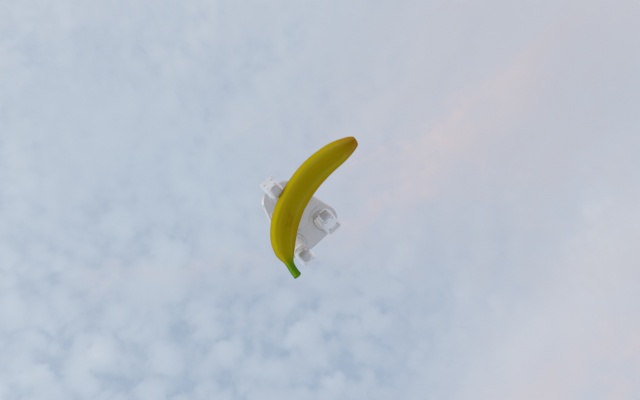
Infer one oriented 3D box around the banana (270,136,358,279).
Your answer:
[{"bbox_3d":[-0.018,-0.002,0.624,0.069,0.198,0.037,23,-4,8],"label":"banana"}]
